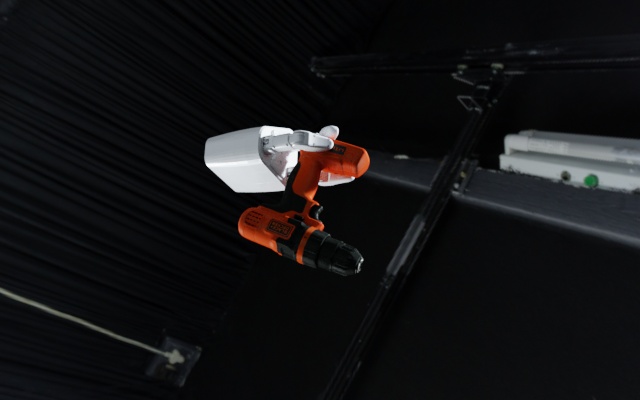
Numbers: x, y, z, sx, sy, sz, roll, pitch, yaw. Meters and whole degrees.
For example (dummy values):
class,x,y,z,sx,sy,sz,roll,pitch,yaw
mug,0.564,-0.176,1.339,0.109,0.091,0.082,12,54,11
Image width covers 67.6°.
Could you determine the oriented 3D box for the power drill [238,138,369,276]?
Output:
class,x,y,z,sx,sy,sz,roll,pitch,yaw
power drill,0.000,0.002,0.679,0.184,0.187,0.057,20,-27,17
